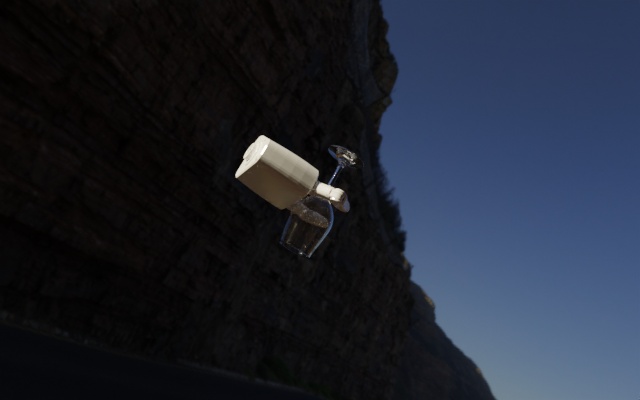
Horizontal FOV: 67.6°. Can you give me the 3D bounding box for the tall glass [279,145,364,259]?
[{"bbox_3d":[0.001,0.002,0.860,0.079,0.201,0.079,27,-14,8],"label":"tall glass"}]
